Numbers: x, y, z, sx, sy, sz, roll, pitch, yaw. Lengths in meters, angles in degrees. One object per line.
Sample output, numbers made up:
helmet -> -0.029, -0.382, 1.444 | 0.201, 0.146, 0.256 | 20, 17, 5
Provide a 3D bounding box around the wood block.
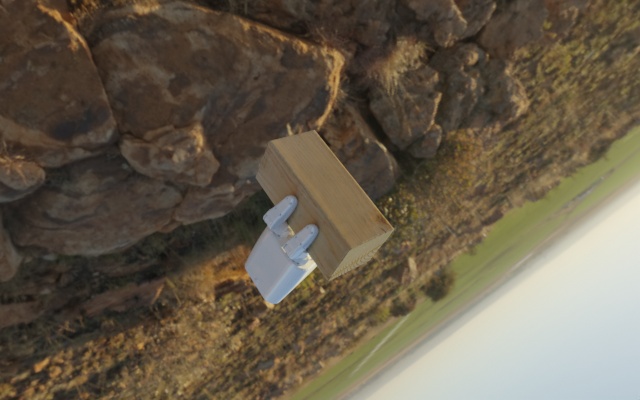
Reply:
wood block -> 0.000, 0.003, 0.720 | 0.091, 0.206, 0.090 | -20, -27, -36
